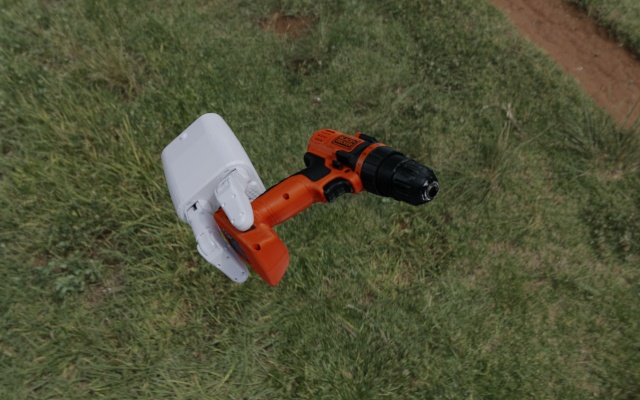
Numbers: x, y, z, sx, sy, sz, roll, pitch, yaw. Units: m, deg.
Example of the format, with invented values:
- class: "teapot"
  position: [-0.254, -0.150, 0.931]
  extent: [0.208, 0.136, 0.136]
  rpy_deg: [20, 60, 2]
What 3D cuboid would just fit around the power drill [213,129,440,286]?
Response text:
- class: "power drill"
  position: [0.000, 0.002, 0.485]
  extent: [0.187, 0.057, 0.184]
  rpy_deg: [-36, 35, -20]
